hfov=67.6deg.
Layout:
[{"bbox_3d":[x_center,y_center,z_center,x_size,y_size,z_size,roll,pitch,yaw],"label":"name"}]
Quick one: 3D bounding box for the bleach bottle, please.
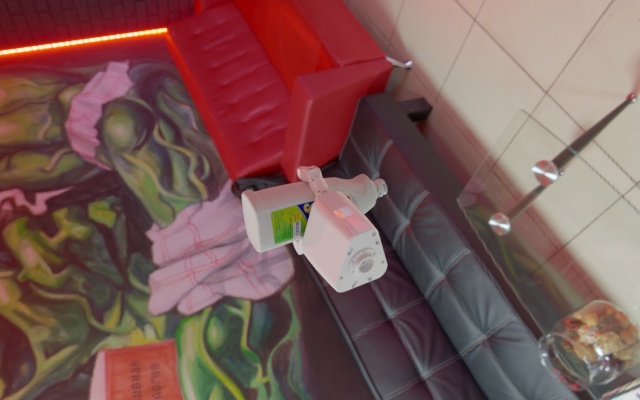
[{"bbox_3d":[0.000,0.003,0.797,0.251,0.103,0.068,-17,37,-22],"label":"bleach bottle"}]
